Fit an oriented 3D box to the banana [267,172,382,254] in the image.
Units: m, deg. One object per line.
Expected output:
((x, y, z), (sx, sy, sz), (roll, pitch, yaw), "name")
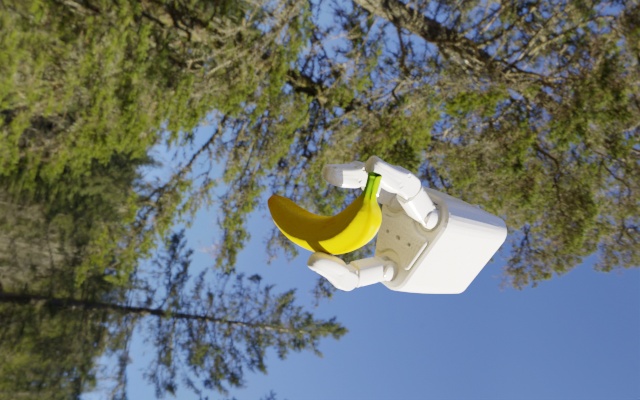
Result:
((0.001, 0.020, 0.482), (0.037, 0.069, 0.198), (7, -10, -34), "banana")
